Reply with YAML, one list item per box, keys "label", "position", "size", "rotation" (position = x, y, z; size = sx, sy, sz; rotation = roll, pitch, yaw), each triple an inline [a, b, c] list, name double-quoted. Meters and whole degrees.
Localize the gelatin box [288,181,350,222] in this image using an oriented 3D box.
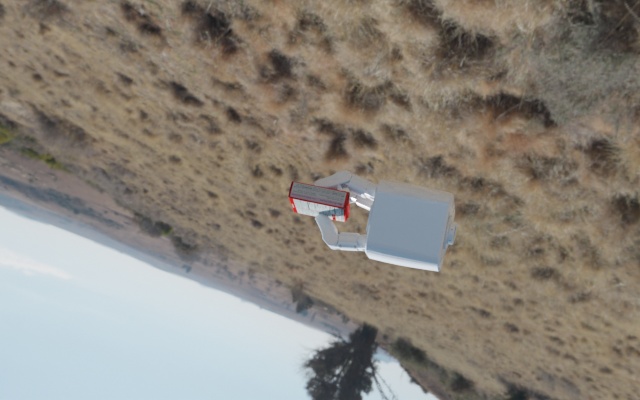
- label: "gelatin box"
  position: [0.000, 0.003, 0.725]
  size: [0.089, 0.030, 0.073]
  rotation: [11, -17, 7]
